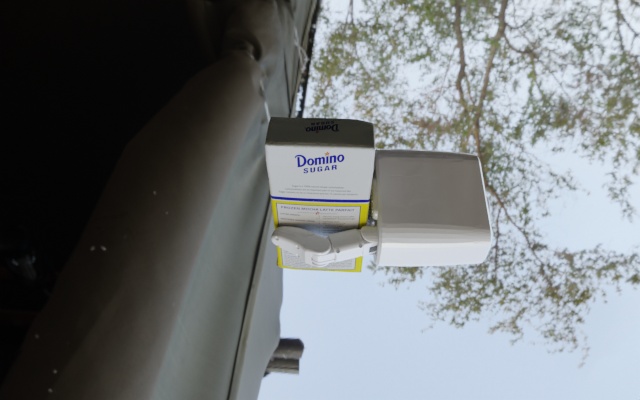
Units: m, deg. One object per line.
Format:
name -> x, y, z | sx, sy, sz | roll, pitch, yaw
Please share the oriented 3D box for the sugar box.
sugar box -> 0.000, 0.001, 0.463 | 0.093, 0.176, 0.048 | 3, 45, 1
